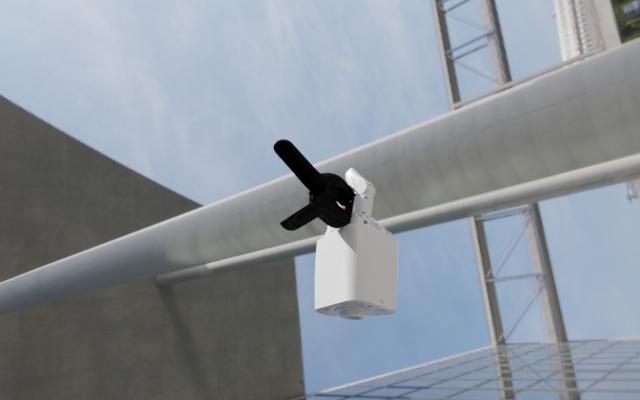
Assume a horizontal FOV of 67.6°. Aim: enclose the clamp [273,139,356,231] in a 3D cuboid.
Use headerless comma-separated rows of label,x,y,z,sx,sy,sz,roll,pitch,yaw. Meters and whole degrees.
clamp,0.000,0.002,0.636,0.039,0.120,0.171,-17,-32,39
